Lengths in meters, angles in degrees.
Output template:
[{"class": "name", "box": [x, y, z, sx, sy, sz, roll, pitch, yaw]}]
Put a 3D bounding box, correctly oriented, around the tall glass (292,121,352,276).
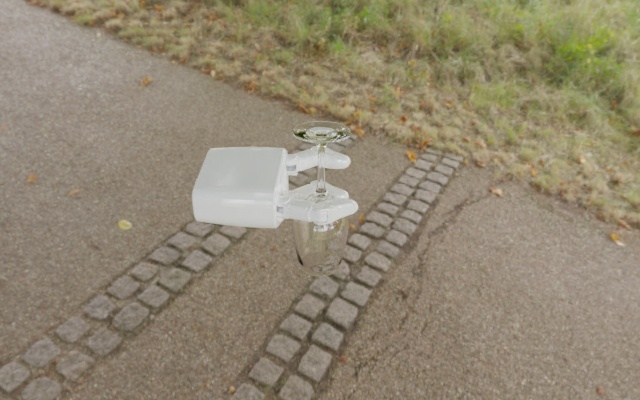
[{"class": "tall glass", "box": [0.000, 0.002, 0.636, 0.079, 0.201, 0.079, 0, 28, 0]}]
